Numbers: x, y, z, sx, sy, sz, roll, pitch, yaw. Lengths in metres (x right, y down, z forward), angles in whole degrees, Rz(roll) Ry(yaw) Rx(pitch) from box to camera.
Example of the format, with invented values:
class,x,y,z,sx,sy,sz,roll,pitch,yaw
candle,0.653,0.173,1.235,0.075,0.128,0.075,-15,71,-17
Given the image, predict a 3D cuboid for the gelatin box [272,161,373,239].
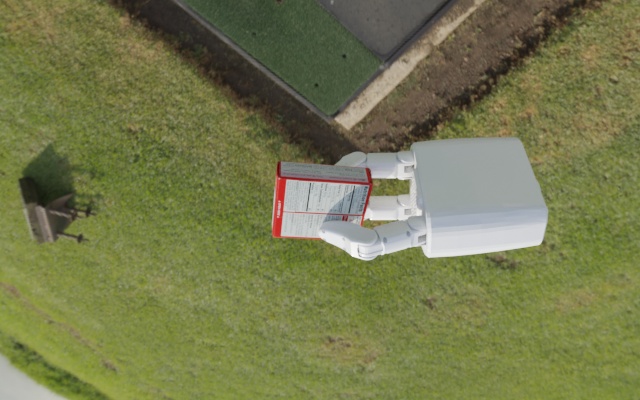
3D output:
class,x,y,z,sx,sy,sz,roll,pitch,yaw
gelatin box,0.000,0.002,0.457,0.089,0.073,0.030,3,39,-8
